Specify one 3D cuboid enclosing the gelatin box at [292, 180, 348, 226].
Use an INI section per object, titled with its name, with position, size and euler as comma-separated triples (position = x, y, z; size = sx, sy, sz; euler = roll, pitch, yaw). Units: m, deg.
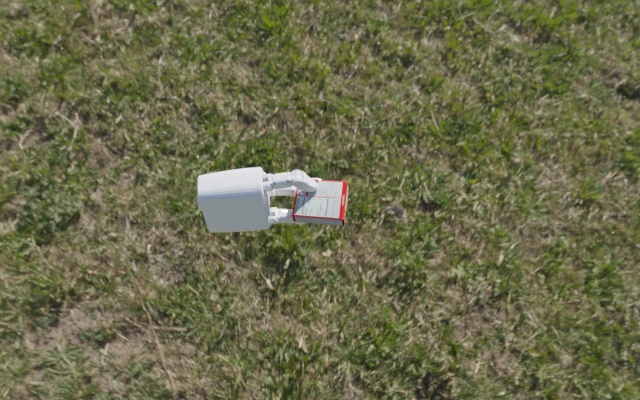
[gelatin box]
position = 0.000, 0.002, 0.817
size = 0.089, 0.073, 0.030
euler = 4, -27, 8
